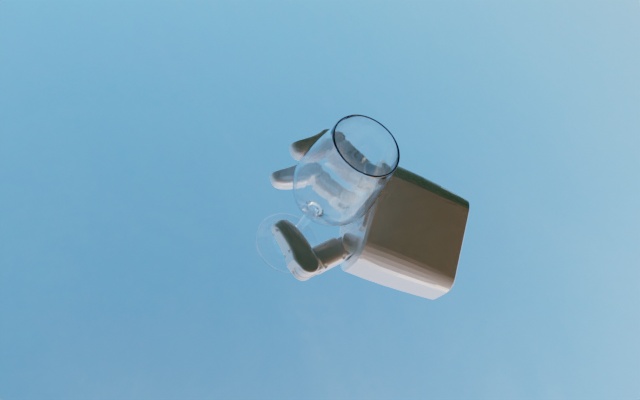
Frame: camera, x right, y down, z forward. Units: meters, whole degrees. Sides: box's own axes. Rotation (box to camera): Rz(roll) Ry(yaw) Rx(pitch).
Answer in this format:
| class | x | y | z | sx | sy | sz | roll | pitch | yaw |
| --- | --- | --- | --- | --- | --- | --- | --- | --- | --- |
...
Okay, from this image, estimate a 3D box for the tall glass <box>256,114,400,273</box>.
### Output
| class | x | y | z | sx | sy | sz | roll | pitch | yaw |
| --- | --- | --- | --- | --- | --- | --- | --- | --- | --- |
| tall glass | 0.000 | 0.002 | 0.466 | 0.079 | 0.079 | 0.201 | 0 | -28 | -25 |
